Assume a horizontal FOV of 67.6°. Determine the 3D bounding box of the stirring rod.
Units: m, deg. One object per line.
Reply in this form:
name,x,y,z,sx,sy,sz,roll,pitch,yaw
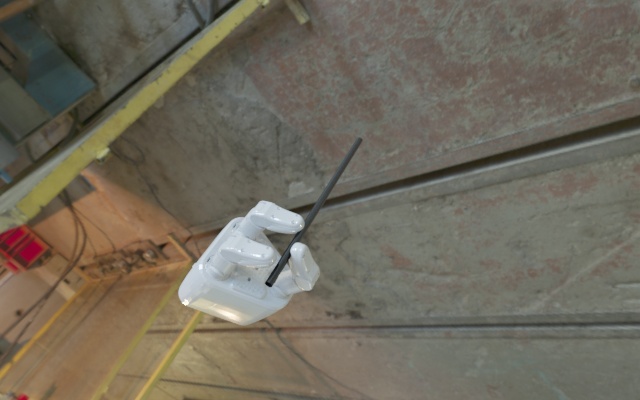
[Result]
stirring rod,0.000,0.002,0.534,0.011,0.011,0.239,0,41,34
